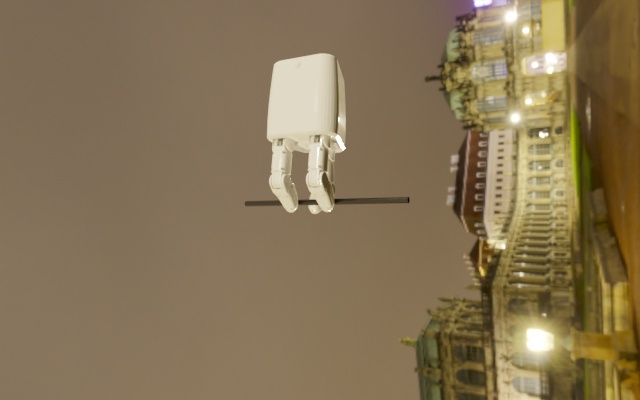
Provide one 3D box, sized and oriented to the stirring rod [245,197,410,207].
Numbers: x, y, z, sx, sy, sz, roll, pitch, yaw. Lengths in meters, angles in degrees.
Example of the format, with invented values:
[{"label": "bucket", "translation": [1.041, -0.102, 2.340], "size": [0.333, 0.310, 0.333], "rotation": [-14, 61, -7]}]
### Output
[{"label": "stirring rod", "translation": [0.000, 0.002, 0.636], "size": [0.239, 0.011, 0.011], "rotation": [-1, -1, 27]}]
